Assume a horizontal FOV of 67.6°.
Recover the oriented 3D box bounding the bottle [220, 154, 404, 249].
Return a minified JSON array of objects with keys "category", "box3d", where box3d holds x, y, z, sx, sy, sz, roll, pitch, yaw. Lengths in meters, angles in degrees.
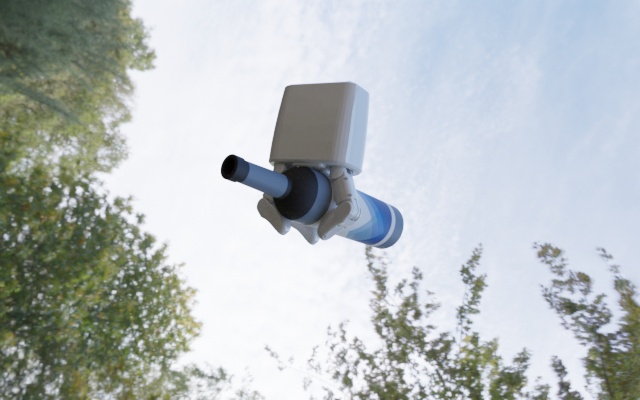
[{"category":"bottle","box3d":[0.000,0.002,0.593,0.069,0.069,0.296,0,-14,41]}]
